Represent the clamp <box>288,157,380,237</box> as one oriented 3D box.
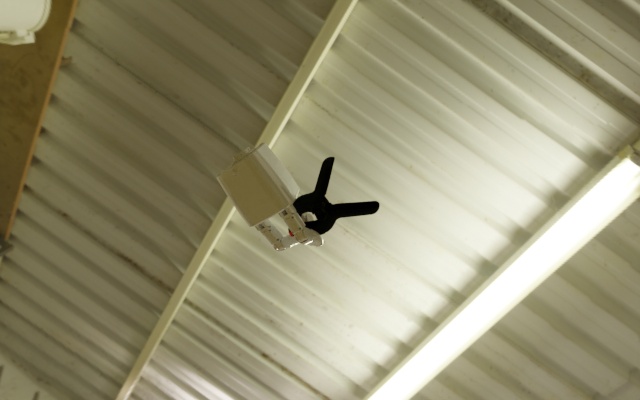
[{"bbox_3d":[0.000,0.002,0.802,0.171,0.120,0.039,-28,14,28],"label":"clamp"}]
